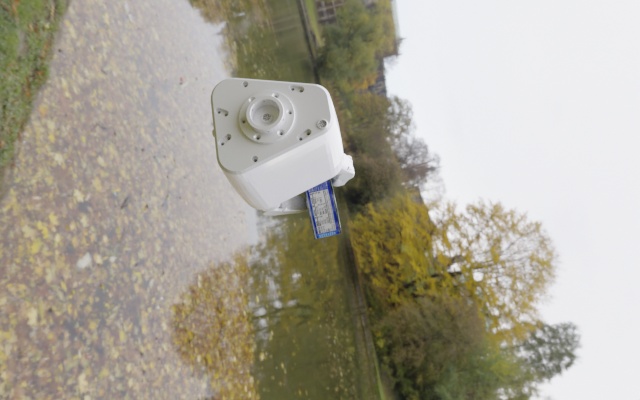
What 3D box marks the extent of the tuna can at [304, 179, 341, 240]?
[{"bbox_3d":[0.001,0.002,0.576,0.034,0.086,0.086,-12,0,-1],"label":"tuna can"}]
